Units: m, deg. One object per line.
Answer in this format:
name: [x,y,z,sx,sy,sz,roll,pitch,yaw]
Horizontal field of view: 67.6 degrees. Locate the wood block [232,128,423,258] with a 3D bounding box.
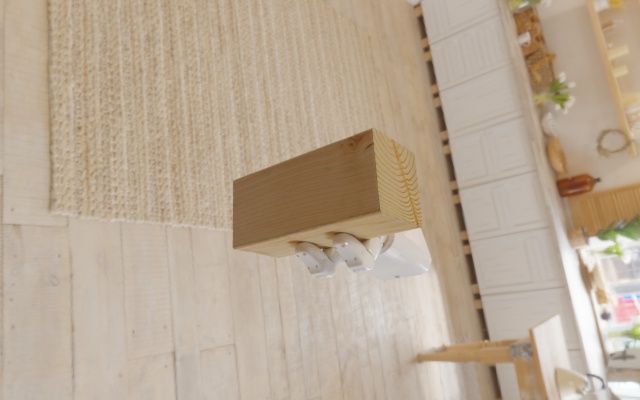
wood block: [0.000,0.002,0.550,0.206,0.090,0.090,-17,-23,36]
